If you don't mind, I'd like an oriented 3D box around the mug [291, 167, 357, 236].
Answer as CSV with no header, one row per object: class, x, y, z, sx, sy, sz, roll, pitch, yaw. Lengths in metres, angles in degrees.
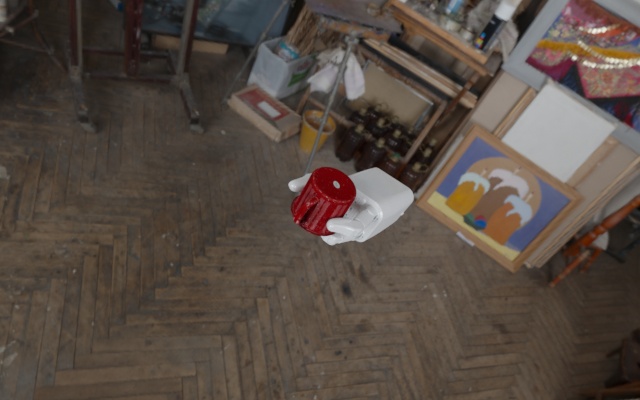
mug,-0.001,0.003,0.781,0.117,0.093,0.081,-27,-23,-44
